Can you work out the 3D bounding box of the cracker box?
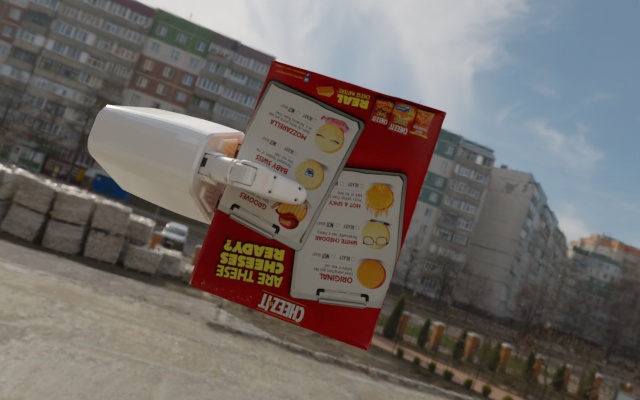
[{"bbox_3d":[0.000,0.001,0.437,0.164,0.213,0.072,19,-5,7],"label":"cracker box"}]
